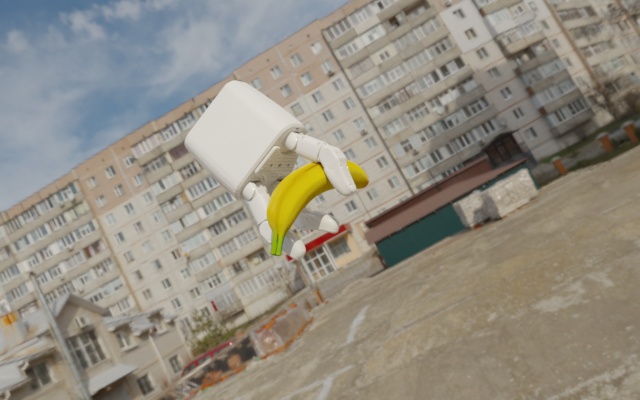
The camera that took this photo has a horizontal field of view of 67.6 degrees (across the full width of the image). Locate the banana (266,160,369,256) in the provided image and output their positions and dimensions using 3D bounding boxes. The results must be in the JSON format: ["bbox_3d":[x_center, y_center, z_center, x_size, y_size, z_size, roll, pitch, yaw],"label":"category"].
[{"bbox_3d":[-0.003,-0.013,0.555,0.037,0.070,0.197,16,34,33],"label":"banana"}]
